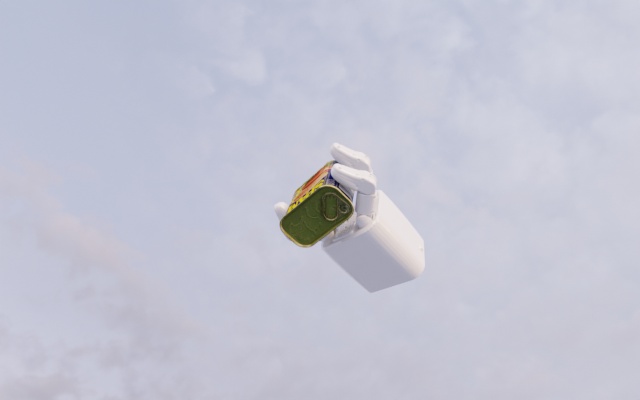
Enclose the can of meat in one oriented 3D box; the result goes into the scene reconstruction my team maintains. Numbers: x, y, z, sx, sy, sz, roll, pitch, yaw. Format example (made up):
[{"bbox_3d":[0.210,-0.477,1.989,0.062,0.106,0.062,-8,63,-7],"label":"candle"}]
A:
[{"bbox_3d":[0.000,0.002,0.645,0.102,0.057,0.084,-39,17,27],"label":"can of meat"}]
